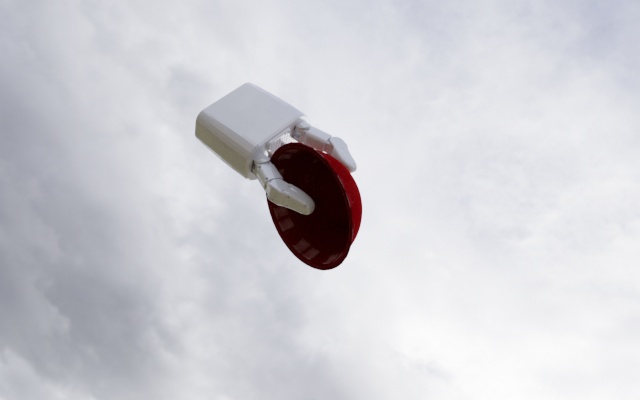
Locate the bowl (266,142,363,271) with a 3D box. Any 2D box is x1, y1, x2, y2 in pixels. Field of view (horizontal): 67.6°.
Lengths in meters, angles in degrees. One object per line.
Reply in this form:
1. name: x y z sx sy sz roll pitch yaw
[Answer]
1. bowl: 0.001 0.003 0.592 0.055 0.162 0.162 -21 13 -37
